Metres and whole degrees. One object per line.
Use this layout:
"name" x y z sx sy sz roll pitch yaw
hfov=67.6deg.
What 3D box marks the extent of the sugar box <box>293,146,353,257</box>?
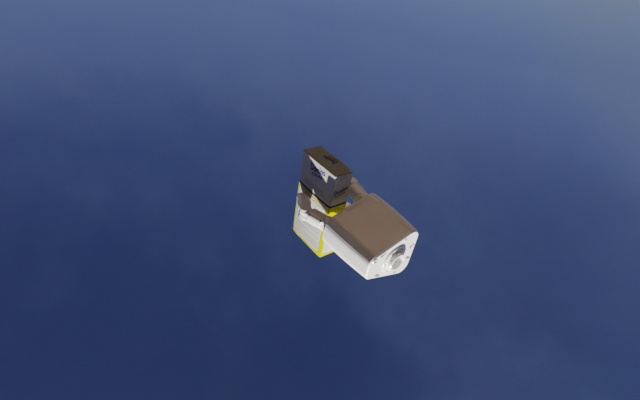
"sugar box" 0.001 0.003 0.839 0.048 0.176 0.093 -16 44 -35
